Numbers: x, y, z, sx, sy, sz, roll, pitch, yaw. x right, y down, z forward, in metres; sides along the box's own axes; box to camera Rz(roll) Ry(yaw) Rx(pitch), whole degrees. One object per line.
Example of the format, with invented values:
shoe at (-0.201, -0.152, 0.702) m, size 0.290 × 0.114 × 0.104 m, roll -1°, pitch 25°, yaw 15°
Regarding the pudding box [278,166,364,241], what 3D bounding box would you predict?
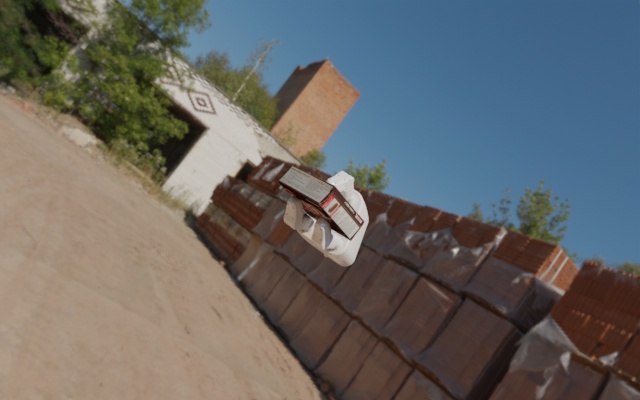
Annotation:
pudding box at (0.000, 0.002, 0.694) m, size 0.113 × 0.039 × 0.090 m, roll 26°, pitch -17°, yaw 49°
